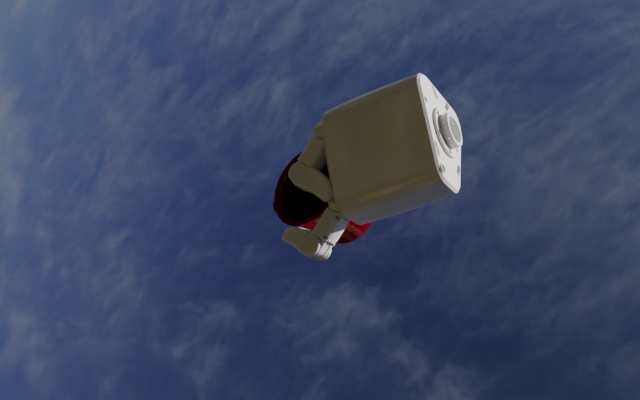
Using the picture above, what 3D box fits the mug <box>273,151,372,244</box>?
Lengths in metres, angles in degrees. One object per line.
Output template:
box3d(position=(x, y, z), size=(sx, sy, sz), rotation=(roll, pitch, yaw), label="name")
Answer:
box3d(position=(-0.001, 0.002, 0.540), size=(0.117, 0.093, 0.081), rotation=(-19, -34, 34), label="mug")
